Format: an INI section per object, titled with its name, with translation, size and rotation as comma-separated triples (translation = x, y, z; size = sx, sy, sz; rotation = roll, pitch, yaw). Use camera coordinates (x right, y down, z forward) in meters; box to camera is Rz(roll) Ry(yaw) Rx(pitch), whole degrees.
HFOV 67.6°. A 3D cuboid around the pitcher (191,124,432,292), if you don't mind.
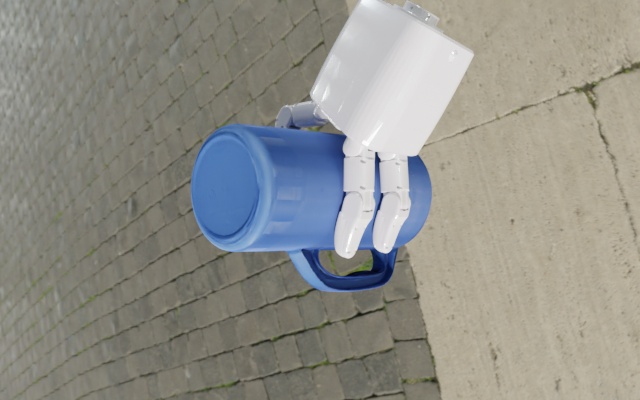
[pitcher]
translation = 0.000, 0.001, 0.482
size = 0.243, 0.145, 0.149
rotation = 1, 36, -49
